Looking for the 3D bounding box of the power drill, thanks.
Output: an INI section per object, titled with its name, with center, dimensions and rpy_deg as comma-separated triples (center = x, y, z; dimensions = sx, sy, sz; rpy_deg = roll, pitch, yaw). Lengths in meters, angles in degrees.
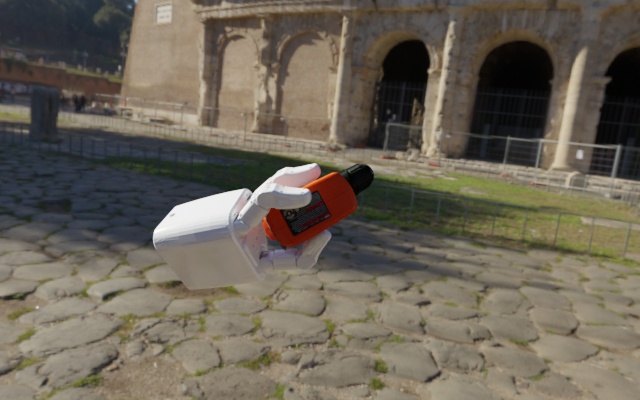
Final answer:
[power drill]
center = 0.000, 0.002, 0.639
dimensions = 0.184, 0.057, 0.187
rpy_deg = -31, 1, -1
